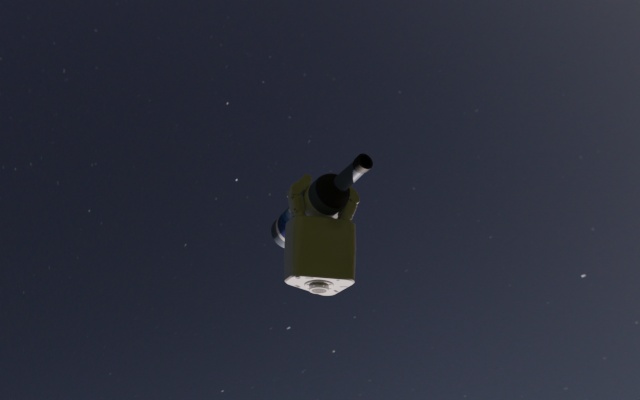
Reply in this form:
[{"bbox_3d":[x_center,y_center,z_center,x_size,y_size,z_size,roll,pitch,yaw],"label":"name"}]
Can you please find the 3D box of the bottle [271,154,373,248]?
[{"bbox_3d":[0.000,0.003,0.838,0.069,0.069,0.296,0,-25,-31],"label":"bottle"}]
